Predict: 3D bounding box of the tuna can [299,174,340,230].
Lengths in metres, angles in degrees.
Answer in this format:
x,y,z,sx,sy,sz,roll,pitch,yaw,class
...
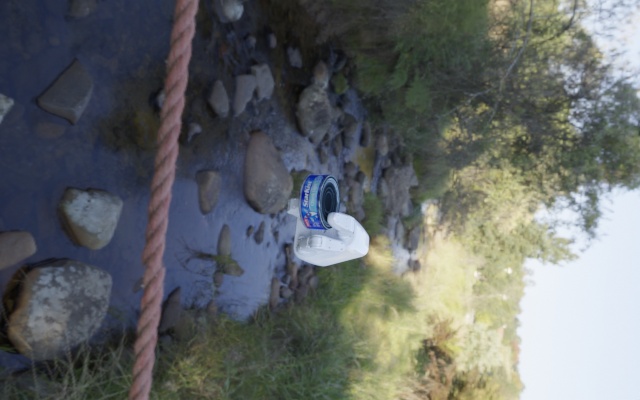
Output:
x,y,z,sx,sy,sz,roll,pitch,yaw,class
0.001,0.002,0.727,0.034,0.086,0.086,3,1,23,tuna can
